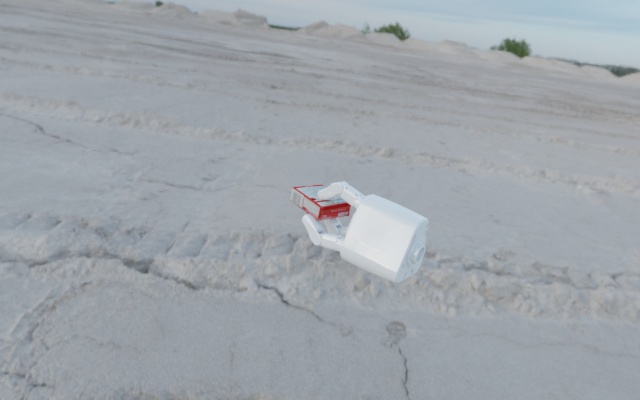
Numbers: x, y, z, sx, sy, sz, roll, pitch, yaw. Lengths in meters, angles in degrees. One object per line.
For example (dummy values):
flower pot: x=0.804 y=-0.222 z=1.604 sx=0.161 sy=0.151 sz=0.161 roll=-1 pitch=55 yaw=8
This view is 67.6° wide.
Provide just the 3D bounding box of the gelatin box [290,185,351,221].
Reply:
gelatin box: x=0.000 y=0.002 z=0.862 sx=0.073 sy=0.030 sz=0.089 roll=-7 pitch=30 yaw=-40
